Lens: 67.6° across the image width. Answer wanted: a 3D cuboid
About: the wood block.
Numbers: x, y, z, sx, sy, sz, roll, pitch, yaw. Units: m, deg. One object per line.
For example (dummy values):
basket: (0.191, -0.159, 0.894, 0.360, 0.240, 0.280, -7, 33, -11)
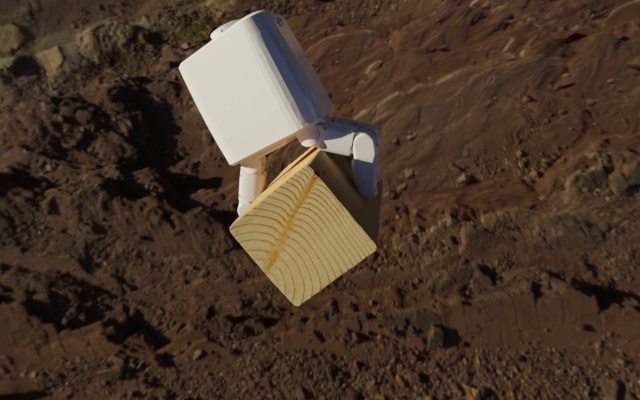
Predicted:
wood block: (0.000, 0.001, 0.477, 0.091, 0.090, 0.206, -38, 8, 17)
